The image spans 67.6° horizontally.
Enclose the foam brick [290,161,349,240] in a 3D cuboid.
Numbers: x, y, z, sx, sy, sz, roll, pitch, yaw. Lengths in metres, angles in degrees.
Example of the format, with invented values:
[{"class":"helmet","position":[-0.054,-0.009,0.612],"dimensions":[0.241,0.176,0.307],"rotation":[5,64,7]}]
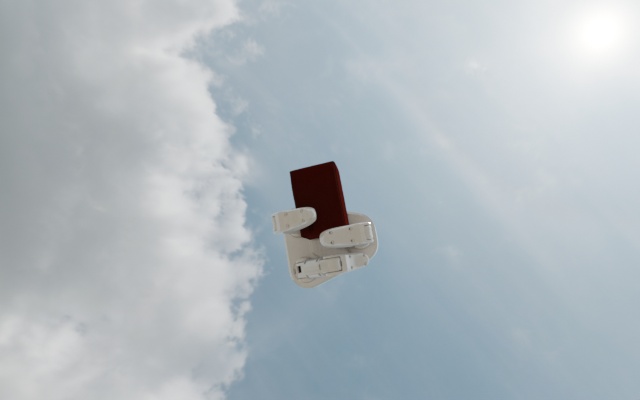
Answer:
[{"class":"foam brick","position":[0.000,0.001,0.544],"dimensions":[0.053,0.078,0.051],"rotation":[-11,-8,7]}]
